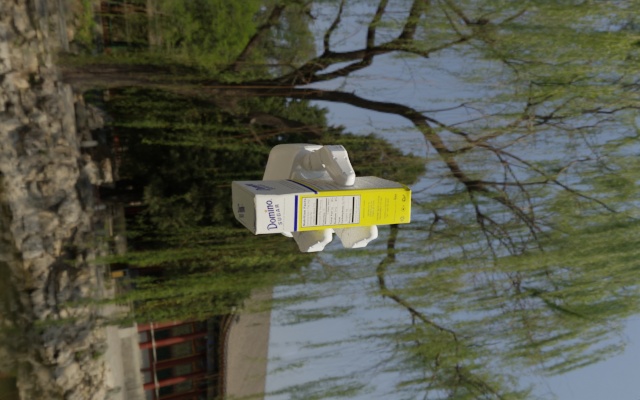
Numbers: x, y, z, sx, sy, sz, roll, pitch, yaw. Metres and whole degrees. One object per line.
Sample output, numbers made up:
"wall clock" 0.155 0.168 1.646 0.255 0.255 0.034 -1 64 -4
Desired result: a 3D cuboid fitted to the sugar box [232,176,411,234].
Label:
"sugar box" 0.000 0.002 0.520 0.176 0.048 0.093 -5 12 -22
